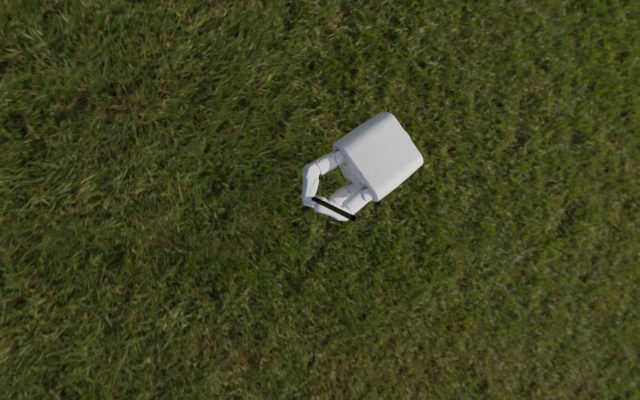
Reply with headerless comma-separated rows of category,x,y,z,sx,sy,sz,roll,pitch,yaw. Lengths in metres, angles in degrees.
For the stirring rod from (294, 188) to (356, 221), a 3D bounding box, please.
stirring rod,0.000,0.002,0.736,0.011,0.011,0.239,0,10,-21
